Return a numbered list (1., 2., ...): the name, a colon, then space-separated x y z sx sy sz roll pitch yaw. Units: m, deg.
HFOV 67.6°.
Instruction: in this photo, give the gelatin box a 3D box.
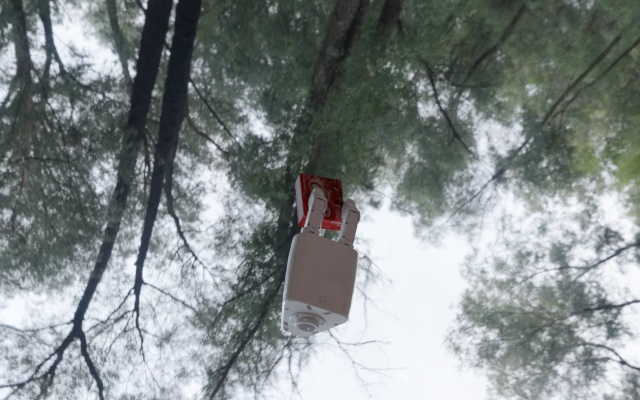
1. gelatin box: 0.000 0.002 0.760 0.073 0.089 0.030 9 -40 -19
